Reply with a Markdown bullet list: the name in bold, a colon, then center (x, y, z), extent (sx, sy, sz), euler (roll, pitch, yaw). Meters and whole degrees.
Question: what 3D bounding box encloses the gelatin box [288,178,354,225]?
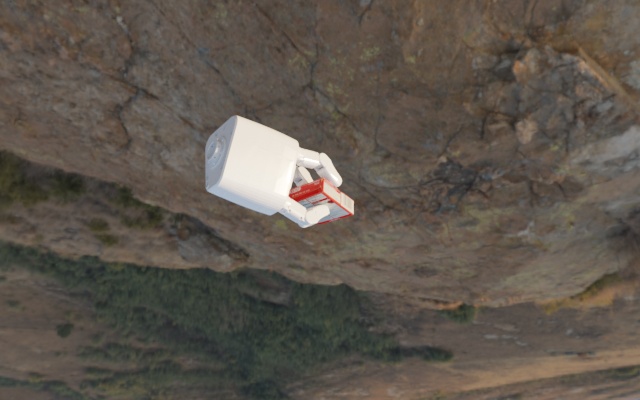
- **gelatin box**: center (0.000, 0.003, 0.773), extent (0.073, 0.030, 0.089), euler (-18, -37, 33)
